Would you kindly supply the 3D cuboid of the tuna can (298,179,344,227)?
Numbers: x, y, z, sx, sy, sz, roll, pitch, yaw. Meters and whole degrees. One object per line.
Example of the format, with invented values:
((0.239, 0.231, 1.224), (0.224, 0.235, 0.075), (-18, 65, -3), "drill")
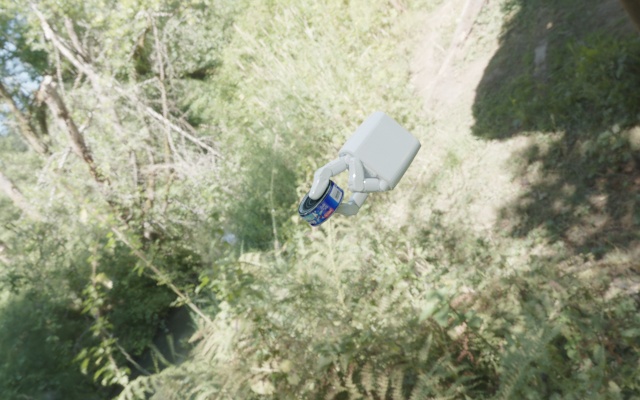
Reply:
((0.000, 0.002, 0.845), (0.034, 0.086, 0.086), (41, -18, -21), "tuna can")
